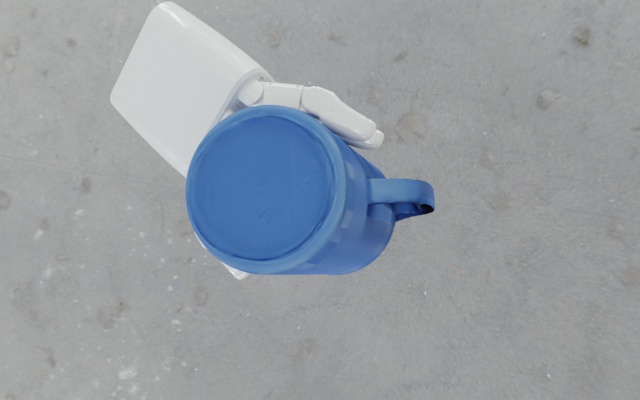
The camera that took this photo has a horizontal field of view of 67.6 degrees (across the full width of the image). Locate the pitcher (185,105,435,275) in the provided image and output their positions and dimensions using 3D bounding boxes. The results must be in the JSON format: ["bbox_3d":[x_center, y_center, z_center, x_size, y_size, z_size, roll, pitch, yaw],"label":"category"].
[{"bbox_3d":[0.000,0.001,0.405,0.145,0.149,0.243,42,5,13],"label":"pitcher"}]
